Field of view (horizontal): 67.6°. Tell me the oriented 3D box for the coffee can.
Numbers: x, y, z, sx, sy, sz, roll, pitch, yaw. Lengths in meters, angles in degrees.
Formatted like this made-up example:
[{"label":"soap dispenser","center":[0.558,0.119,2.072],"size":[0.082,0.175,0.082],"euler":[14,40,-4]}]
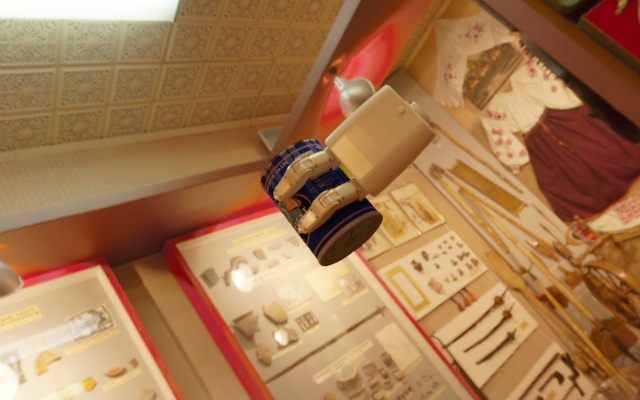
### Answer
[{"label":"coffee can","center":[0.000,0.002,0.638],"size":[0.103,0.140,0.103],"euler":[-33,-22,-15]}]
